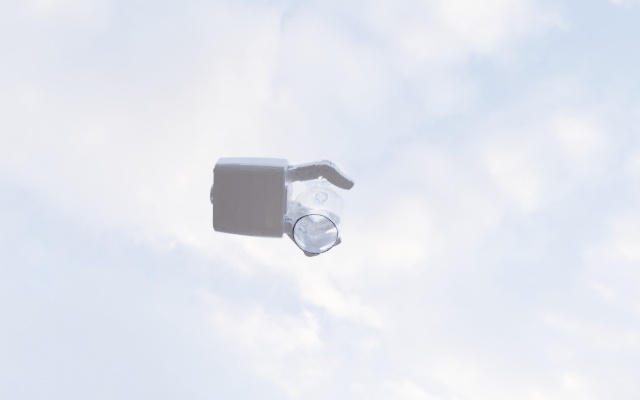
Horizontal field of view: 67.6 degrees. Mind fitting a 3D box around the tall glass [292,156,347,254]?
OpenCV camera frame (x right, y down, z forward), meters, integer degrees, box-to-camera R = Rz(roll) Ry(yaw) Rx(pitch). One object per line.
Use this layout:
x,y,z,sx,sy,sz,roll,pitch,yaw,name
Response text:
0.000,0.002,0.720,0.079,0.079,0.201,0,25,4,tall glass
